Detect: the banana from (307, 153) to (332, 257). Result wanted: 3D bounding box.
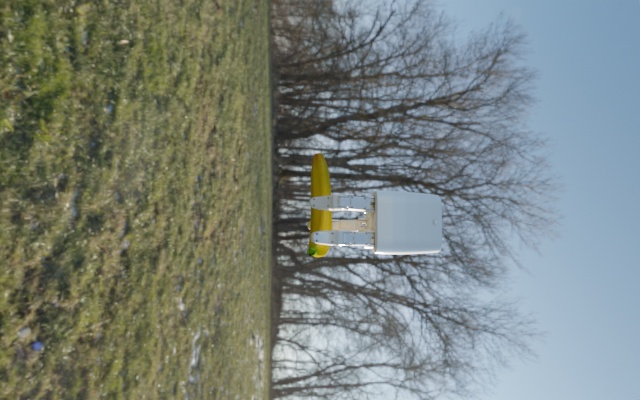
[{"bbox_3d":[0.000,0.016,0.788,0.037,0.197,0.070,0,-33,2],"label":"banana"}]
